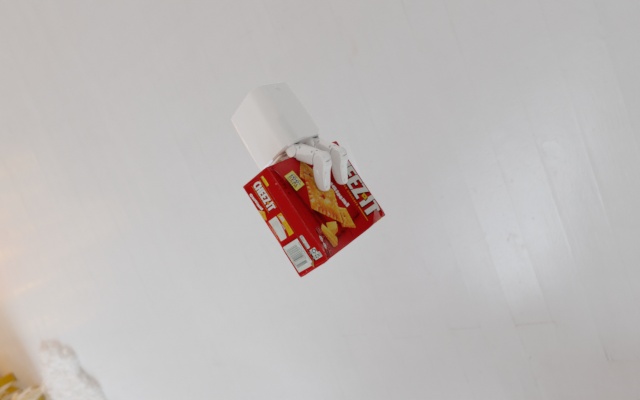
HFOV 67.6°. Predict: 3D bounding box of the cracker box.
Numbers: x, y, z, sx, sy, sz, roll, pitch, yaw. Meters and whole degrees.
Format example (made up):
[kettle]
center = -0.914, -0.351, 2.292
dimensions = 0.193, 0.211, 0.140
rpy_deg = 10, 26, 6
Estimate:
[cracker box]
center = 0.000, 0.003, 0.777
dimensions = 0.072, 0.164, 0.213
rpy_deg = -35, -3, 36
